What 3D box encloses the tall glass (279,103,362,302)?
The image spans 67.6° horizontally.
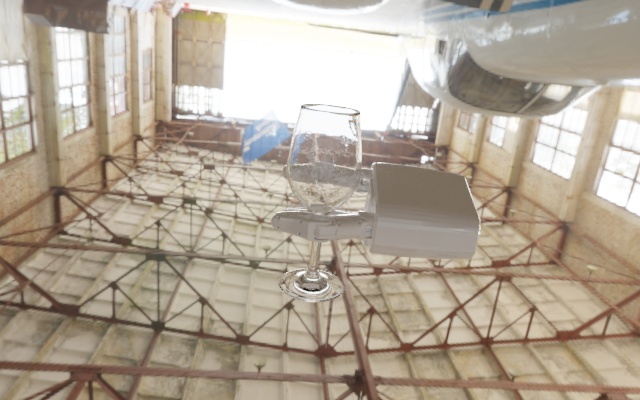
[{"bbox_3d":[0.000,0.002,0.508,0.079,0.201,0.079,5,18,-2],"label":"tall glass"}]
